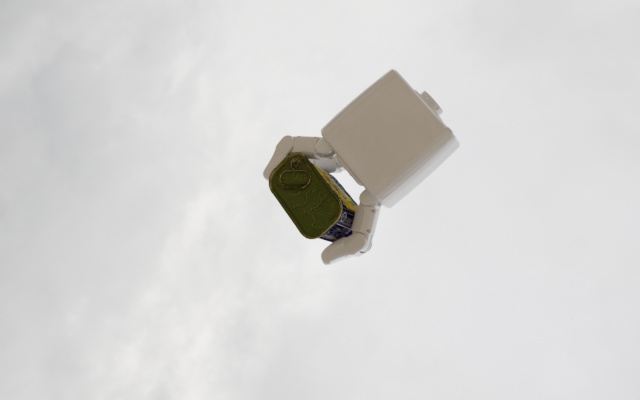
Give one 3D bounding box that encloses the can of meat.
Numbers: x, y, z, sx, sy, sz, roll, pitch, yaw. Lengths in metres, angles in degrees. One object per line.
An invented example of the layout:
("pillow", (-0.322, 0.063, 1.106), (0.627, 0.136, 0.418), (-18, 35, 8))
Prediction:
("can of meat", (0.000, 0.002, 0.553), (0.057, 0.102, 0.084), (-44, -28, 12))
